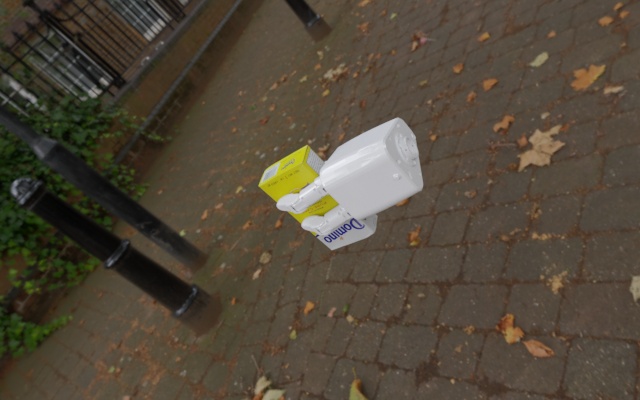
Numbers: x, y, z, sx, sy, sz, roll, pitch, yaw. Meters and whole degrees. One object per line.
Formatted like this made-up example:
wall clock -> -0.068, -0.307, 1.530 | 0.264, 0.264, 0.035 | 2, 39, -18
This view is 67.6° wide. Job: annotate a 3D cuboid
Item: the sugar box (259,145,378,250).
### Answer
sugar box -> 0.000, 0.003, 0.734 | 0.093, 0.048, 0.176 | -25, -57, 35
